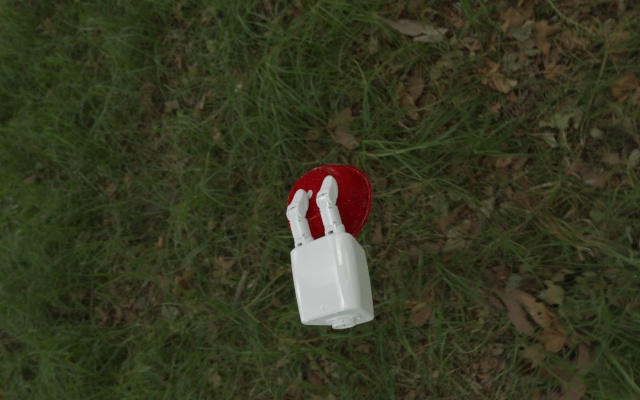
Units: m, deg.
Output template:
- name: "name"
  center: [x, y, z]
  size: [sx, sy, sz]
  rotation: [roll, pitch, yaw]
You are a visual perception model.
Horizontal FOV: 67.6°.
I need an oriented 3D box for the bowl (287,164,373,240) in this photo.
- name: "bowl"
  center: [0.000, 0.001, 0.757]
  size: [0.162, 0.162, 0.055]
  rotation: [0, -25, 41]
